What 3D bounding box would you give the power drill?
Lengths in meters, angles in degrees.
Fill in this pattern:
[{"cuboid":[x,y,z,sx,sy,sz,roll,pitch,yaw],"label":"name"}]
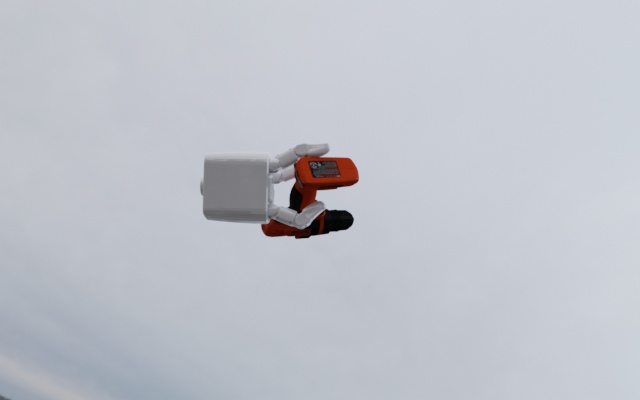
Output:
[{"cuboid":[0.000,0.002,0.845,0.184,0.057,0.188,-4,-35,-25],"label":"power drill"}]
